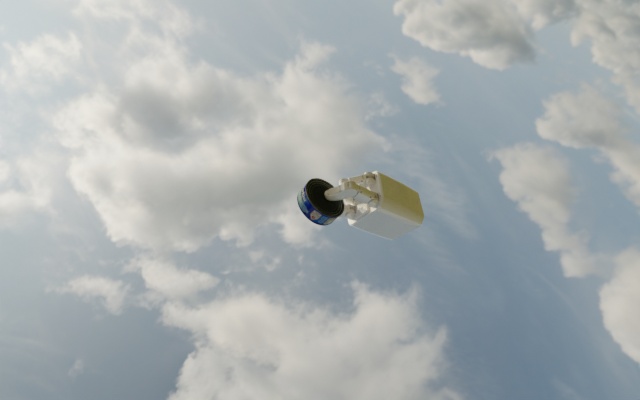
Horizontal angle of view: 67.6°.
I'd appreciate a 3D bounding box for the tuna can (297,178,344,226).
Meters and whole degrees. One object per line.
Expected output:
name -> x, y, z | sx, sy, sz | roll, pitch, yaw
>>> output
tuna can -> 0.000, 0.003, 0.876 | 0.086, 0.086, 0.034 | 0, -34, -43
